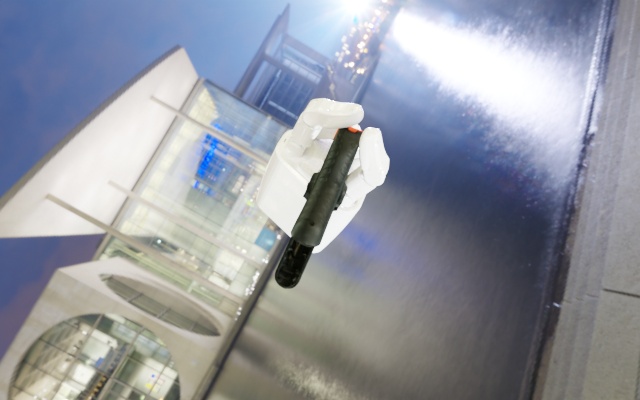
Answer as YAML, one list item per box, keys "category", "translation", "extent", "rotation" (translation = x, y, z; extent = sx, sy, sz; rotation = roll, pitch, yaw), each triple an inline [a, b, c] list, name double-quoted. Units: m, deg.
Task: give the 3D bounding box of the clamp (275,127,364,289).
- category: "clamp"
  translation: [0.000, 0.001, 0.452]
  extent: [0.039, 0.171, 0.120]
  rotation: [29, -39, -3]
